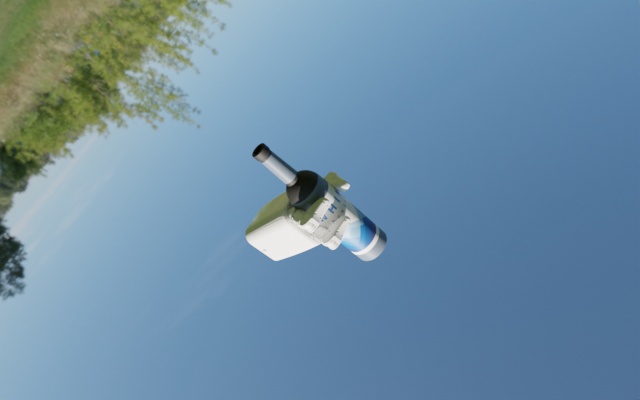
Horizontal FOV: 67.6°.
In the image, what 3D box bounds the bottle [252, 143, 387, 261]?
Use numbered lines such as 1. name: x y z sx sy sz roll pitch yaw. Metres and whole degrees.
1. bottle: 0.000 0.003 0.812 0.296 0.069 0.069 40 -23 -31
